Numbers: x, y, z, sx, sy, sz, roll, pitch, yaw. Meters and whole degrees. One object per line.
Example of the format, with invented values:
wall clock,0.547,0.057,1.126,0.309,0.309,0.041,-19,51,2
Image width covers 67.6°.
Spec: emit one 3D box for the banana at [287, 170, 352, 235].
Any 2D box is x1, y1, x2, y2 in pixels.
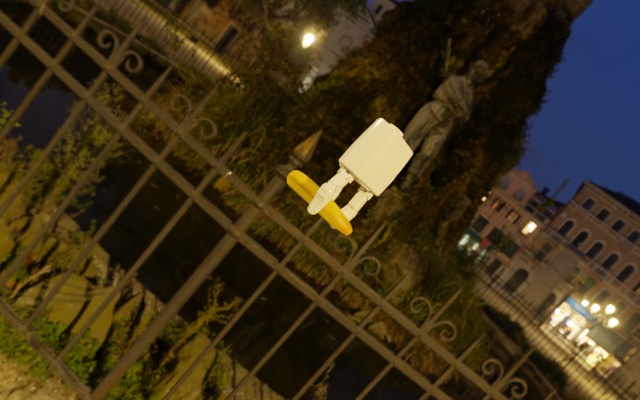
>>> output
banana,-0.011,-0.008,0.880,0.197,0.037,0.070,42,-2,43
